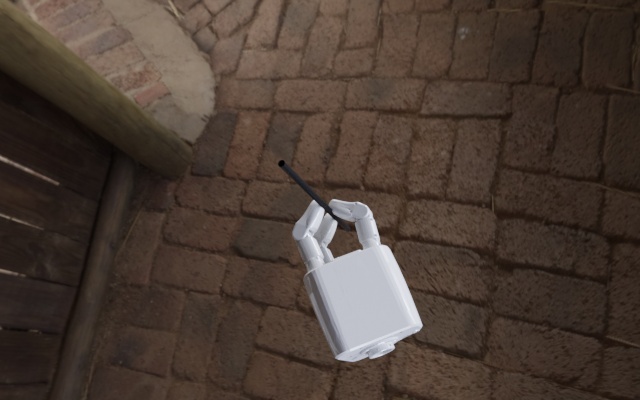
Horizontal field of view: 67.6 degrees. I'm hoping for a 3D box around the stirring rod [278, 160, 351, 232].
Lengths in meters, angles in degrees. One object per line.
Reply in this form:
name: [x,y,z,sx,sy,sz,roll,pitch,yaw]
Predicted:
stirring rod: [0.000,0.002,0.604,0.011,0.011,0.240,0,-20,21]
